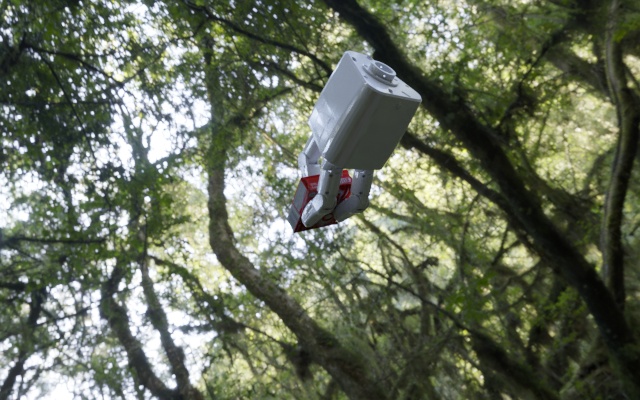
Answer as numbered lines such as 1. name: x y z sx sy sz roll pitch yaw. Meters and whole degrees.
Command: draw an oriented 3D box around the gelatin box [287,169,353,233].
1. gelatin box: 0.000 0.002 0.654 0.073 0.030 0.089 -10 -38 -29
